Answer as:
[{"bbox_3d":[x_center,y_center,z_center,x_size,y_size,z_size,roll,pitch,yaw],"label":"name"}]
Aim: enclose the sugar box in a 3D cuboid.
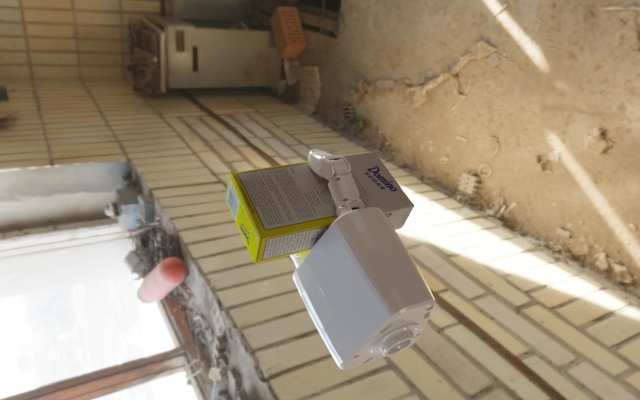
[{"bbox_3d":[0.000,0.002,0.500,0.176,0.093,0.048,-8,-41,-28],"label":"sugar box"}]
